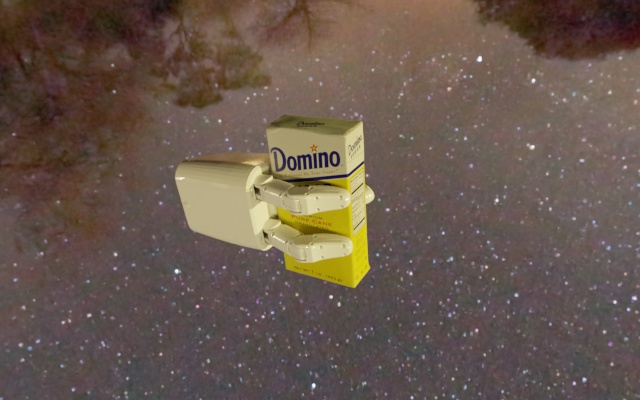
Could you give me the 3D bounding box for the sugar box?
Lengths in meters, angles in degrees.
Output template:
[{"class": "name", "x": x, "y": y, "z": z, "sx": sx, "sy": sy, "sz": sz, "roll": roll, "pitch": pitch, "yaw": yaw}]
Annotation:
[{"class": "sugar box", "x": 0.000, "y": 0.002, "z": 0.506, "sx": 0.093, "sy": 0.176, "sz": 0.048, "roll": 10, "pitch": 34, "yaw": 28}]
